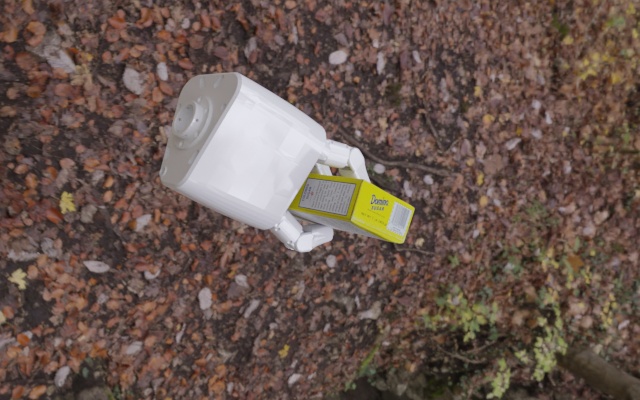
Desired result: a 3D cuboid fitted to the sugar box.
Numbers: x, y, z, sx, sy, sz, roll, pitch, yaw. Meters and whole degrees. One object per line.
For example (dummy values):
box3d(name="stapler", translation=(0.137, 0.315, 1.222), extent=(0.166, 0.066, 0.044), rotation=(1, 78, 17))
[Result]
box3d(name="sugar box", translation=(0.000, 0.001, 0.510), extent=(0.176, 0.048, 0.093), rotation=(13, -9, 44))
